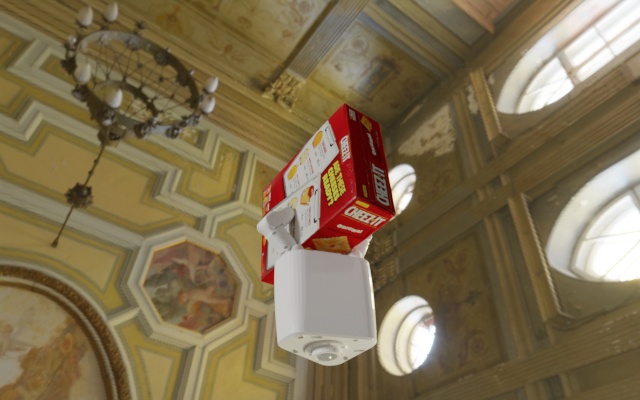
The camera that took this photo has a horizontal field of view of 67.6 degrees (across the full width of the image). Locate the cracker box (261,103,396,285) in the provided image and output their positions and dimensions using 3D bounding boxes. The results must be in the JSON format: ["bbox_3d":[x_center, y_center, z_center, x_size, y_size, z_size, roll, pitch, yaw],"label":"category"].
[{"bbox_3d":[0.000,0.002,0.649,0.072,0.164,0.214,22,-46,-29],"label":"cracker box"}]
